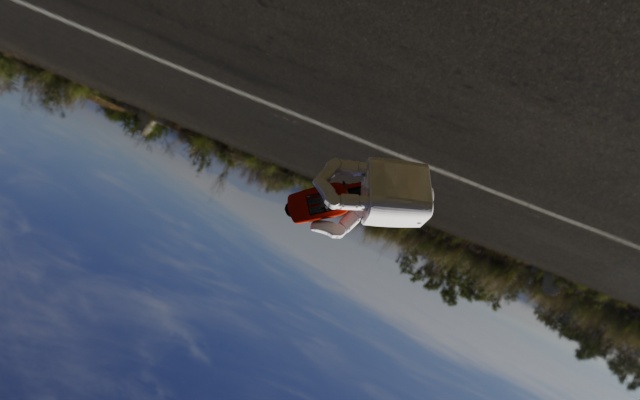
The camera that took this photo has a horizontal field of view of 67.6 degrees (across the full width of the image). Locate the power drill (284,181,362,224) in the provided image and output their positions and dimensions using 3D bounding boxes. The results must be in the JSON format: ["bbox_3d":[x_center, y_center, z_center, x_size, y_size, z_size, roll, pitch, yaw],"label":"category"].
[{"bbox_3d":[0.000,0.003,0.890,0.184,0.057,0.187,-15,1,13],"label":"power drill"}]
